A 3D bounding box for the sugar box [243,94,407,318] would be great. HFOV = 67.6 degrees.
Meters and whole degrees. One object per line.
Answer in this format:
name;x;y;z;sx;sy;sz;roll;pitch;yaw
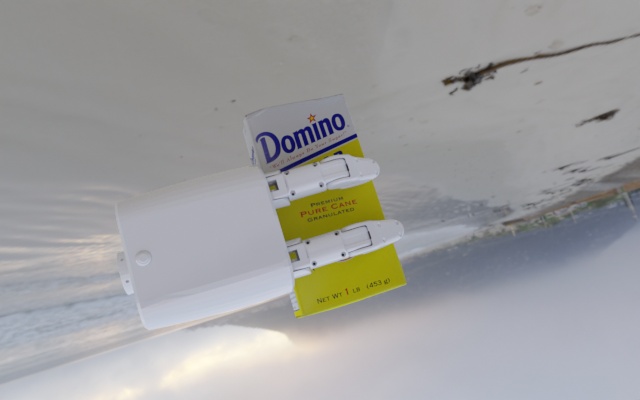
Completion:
sugar box;0.000;0.001;0.410;0.093;0.176;0.048;-15;-10;-15
